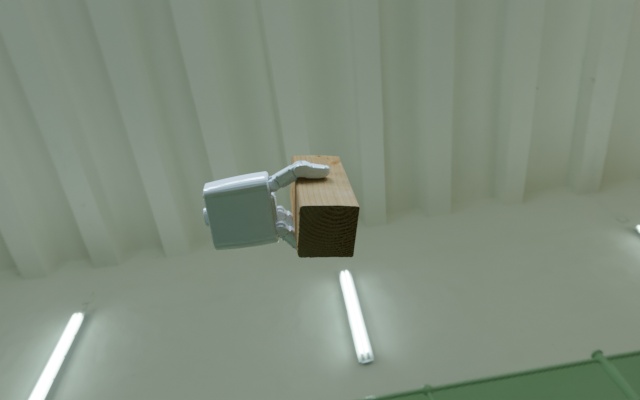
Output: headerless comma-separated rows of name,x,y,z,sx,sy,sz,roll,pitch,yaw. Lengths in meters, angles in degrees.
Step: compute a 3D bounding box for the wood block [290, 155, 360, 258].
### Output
wood block,0.000,0.002,0.802,0.090,0.091,0.206,0,26,-8
